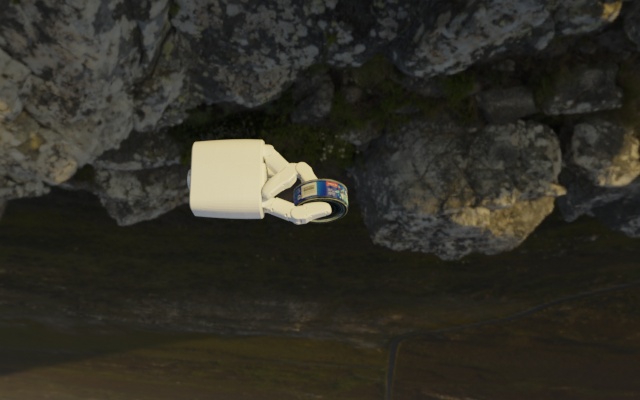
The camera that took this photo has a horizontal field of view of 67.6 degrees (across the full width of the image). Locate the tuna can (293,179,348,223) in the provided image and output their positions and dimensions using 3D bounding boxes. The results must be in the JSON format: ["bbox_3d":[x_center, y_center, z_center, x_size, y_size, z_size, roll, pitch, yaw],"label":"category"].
[{"bbox_3d":[0.000,0.003,0.741,0.086,0.033,0.086,-2,-29,-1],"label":"tuna can"}]
